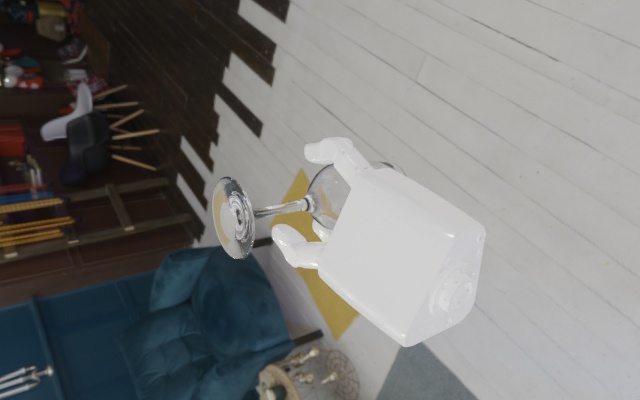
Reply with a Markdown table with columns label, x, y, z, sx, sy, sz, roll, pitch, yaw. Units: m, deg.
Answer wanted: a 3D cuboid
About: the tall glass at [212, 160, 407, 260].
| label | x | y | z | sx | sy | sz | roll | pitch | yaw |
| --- | --- | --- | --- | --- | --- | --- | --- | --- | --- |
| tall glass | -0.001 | 0.002 | 0.478 | 0.201 | 0.079 | 0.079 | -11 | 6 | -37 |
